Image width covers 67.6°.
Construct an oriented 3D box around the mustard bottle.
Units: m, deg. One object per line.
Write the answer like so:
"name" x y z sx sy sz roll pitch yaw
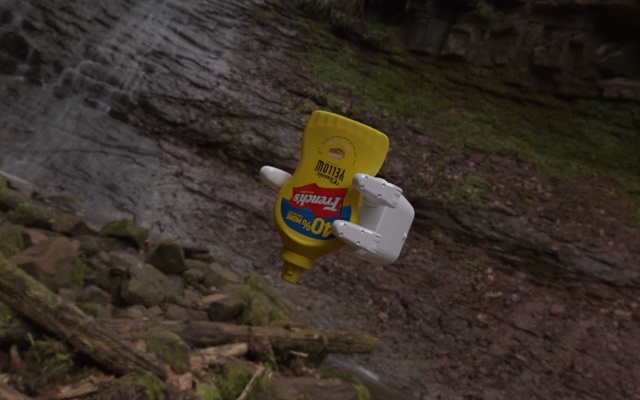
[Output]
"mustard bottle" 0.000 0.001 0.540 0.096 0.191 0.058 22 -4 8
